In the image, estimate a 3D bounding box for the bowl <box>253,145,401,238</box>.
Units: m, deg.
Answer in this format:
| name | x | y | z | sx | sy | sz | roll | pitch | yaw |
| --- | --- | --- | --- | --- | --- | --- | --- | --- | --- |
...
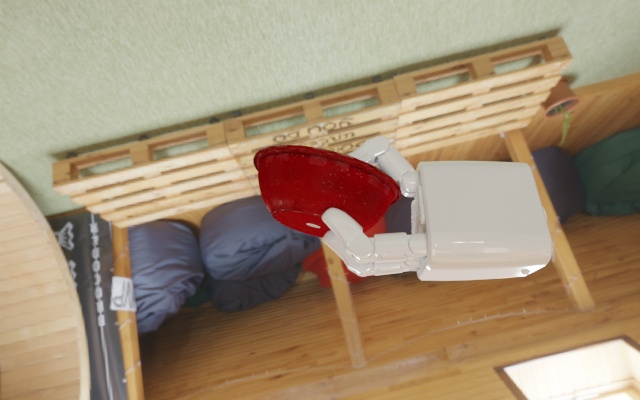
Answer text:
| name | x | y | z | sx | sy | sz | roll | pitch | yaw |
| --- | --- | --- | --- | --- | --- | --- | --- | --- | --- |
| bowl | -0.001 | 0.002 | 0.503 | 0.162 | 0.055 | 0.162 | 13 | -17 | 4 |
